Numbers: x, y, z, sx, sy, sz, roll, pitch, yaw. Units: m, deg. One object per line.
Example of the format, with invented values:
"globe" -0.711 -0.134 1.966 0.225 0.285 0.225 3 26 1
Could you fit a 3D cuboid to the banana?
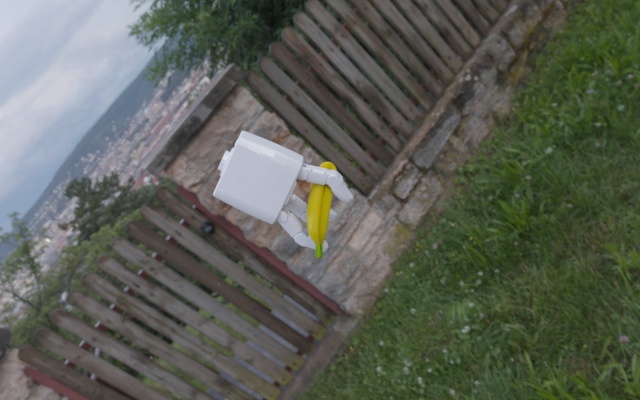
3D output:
"banana" 0.001 -0.006 0.785 0.037 0.197 0.070 9 -39 1
